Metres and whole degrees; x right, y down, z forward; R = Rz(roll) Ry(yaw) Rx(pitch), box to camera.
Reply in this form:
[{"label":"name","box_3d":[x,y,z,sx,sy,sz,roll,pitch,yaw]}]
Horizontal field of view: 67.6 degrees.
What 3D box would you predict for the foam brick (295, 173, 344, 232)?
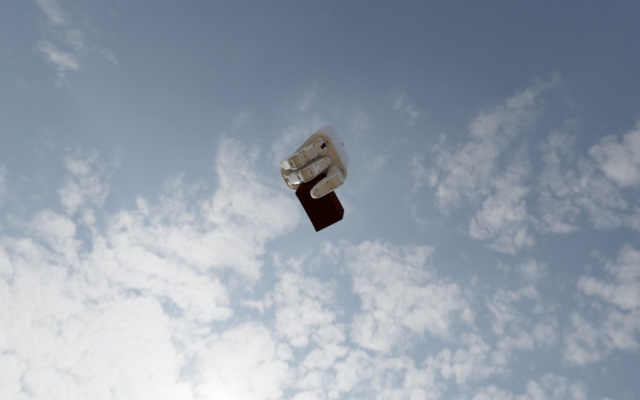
[{"label":"foam brick","box_3d":[0.000,0.003,0.809,0.053,0.078,0.051,-25,13,13]}]
